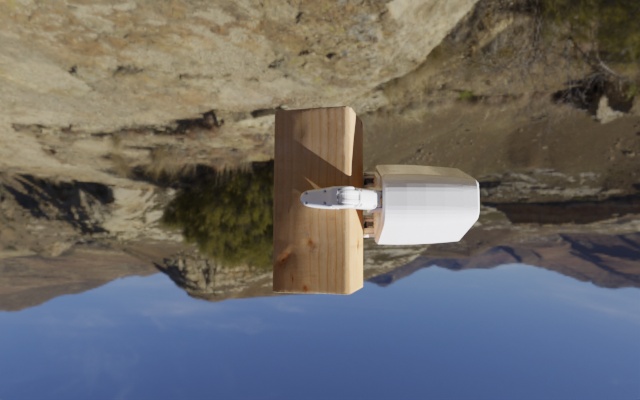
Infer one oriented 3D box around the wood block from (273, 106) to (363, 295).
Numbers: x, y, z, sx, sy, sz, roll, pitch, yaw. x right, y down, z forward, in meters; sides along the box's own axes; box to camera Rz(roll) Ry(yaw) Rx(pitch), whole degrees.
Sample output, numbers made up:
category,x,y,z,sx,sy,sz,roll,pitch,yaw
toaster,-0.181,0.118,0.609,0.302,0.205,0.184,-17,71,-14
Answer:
category,x,y,z,sx,sy,sz,roll,pitch,yaw
wood block,0.000,0.002,0.568,0.090,0.206,0.091,-1,-5,15
